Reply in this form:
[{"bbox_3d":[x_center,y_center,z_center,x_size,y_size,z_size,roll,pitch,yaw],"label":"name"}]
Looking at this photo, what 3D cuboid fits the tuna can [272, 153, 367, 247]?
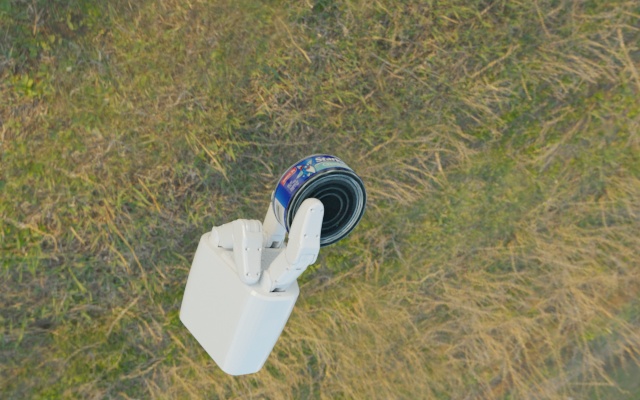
[{"bbox_3d":[0.000,0.002,0.448,0.086,0.086,0.033,0,29,-31],"label":"tuna can"}]
